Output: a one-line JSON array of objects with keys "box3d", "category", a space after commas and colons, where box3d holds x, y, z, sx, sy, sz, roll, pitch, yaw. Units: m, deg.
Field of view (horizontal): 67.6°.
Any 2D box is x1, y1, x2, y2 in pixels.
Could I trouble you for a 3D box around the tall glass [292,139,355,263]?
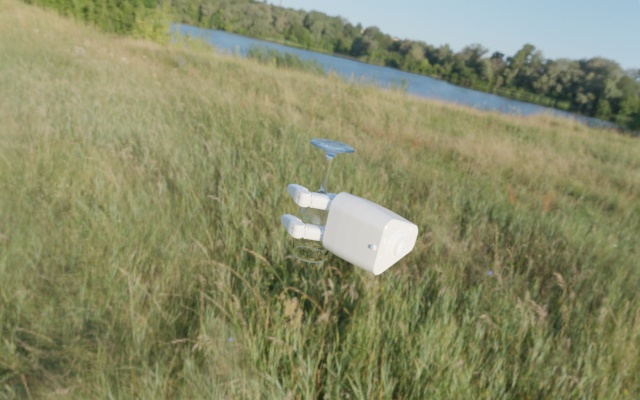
[{"box3d": [0.000, 0.002, 0.807, 0.079, 0.201, 0.079, 11, 19, -4], "category": "tall glass"}]
